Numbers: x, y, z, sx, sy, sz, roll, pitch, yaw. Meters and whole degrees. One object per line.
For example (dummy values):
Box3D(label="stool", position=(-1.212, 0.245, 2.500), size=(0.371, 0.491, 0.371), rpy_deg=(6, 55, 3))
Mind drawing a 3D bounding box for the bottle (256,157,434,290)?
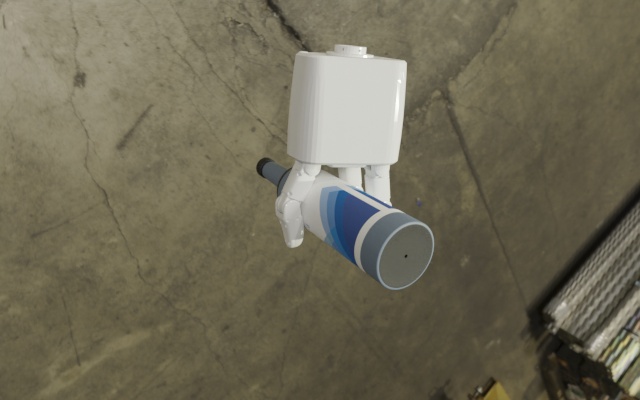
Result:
Box3D(label="bottle", position=(0.000, 0.002, 0.538), size=(0.069, 0.069, 0.295), rpy_deg=(0, 19, -33))
